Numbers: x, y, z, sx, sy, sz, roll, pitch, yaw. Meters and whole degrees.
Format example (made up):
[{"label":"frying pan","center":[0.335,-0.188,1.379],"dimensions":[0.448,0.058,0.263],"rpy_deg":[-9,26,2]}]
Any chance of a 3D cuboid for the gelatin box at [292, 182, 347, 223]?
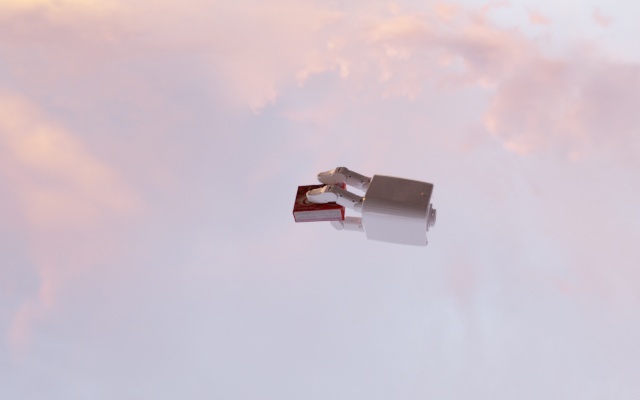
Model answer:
[{"label":"gelatin box","center":[0.000,0.003,0.837],"dimensions":[0.089,0.030,0.073],"rpy_deg":[-4,39,11]}]
